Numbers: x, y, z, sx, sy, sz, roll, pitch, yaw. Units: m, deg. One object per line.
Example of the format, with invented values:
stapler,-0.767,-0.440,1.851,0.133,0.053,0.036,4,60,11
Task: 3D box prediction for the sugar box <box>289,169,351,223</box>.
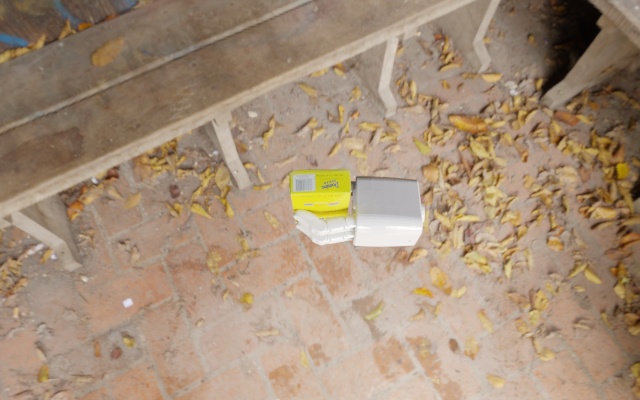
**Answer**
sugar box,0.000,0.003,0.793,0.093,0.048,0.176,-1,-23,1
